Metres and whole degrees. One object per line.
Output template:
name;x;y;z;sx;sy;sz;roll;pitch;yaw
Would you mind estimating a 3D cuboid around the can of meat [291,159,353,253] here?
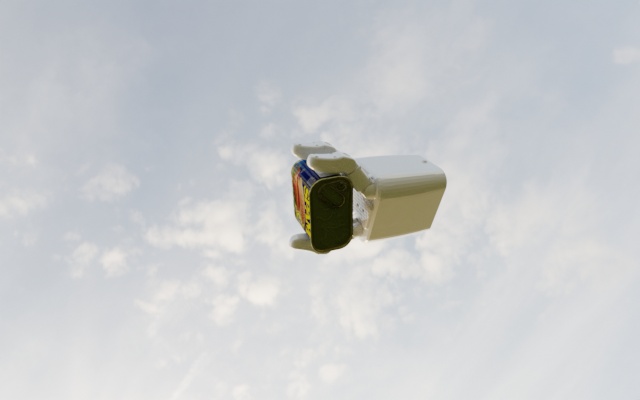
can of meat;0.000;0.002;0.622;0.057;0.102;0.084;-11;28;-17
